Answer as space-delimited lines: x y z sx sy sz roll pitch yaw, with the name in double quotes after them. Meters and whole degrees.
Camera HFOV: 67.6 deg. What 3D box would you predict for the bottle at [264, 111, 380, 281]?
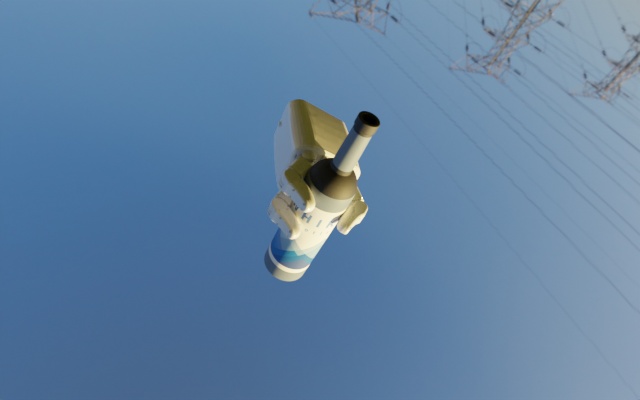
0.000 0.002 0.632 0.069 0.069 0.296 0 -39 -29 "bottle"
